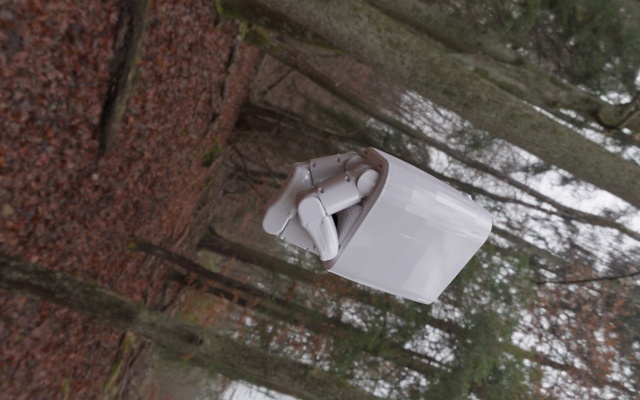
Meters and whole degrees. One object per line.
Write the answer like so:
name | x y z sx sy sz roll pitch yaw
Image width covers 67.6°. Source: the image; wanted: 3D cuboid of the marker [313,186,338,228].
marker | 0.000 0.002 0.465 0.020 0.020 0.121 0 18 -7
